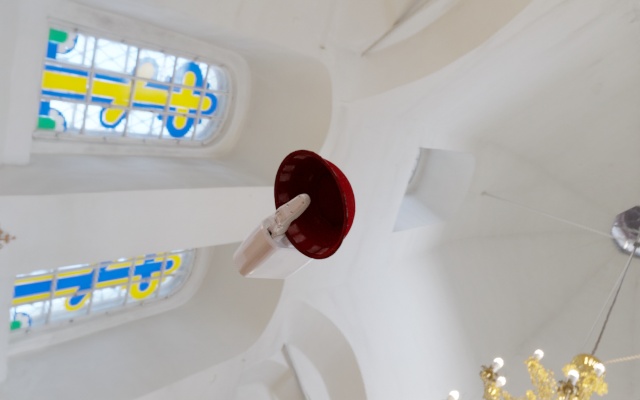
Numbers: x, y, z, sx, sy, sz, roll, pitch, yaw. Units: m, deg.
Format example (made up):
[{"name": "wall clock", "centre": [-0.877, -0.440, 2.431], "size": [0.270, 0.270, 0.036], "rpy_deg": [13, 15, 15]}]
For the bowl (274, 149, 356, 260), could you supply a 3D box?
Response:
[{"name": "bowl", "centre": [0.001, 0.002, 0.702], "size": [0.055, 0.162, 0.162], "rpy_deg": [-14, 9, -39]}]
